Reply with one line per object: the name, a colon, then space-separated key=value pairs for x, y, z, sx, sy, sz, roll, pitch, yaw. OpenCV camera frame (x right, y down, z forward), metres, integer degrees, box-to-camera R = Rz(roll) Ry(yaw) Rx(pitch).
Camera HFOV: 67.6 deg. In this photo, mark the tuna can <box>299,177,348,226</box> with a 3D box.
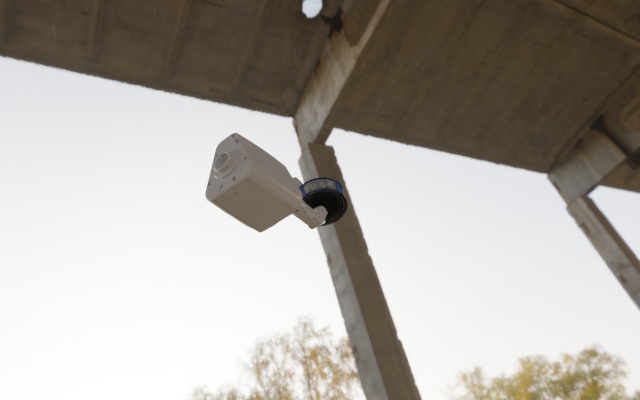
tuna can: x=0.000 y=0.002 z=0.795 sx=0.086 sy=0.033 sz=0.086 roll=-7 pitch=-44 yaw=-6
